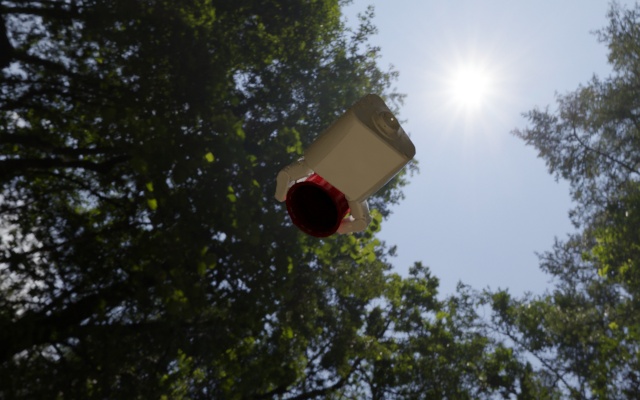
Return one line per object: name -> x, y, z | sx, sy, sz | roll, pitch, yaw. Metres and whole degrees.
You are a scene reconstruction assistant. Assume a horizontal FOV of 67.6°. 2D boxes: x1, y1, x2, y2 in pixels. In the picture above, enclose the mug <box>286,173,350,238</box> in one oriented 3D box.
mug -> -0.001, 0.003, 0.735 | 0.117, 0.093, 0.081 | -38, 3, 40
